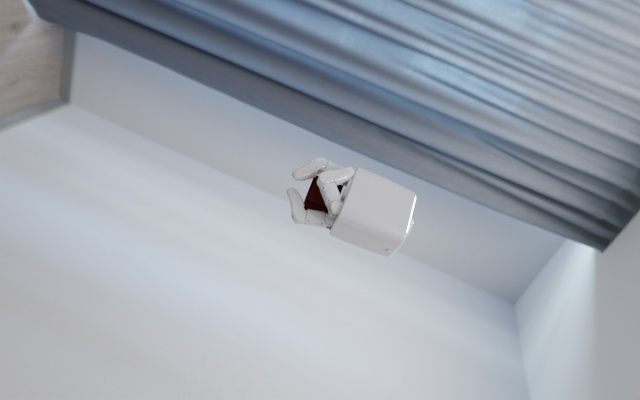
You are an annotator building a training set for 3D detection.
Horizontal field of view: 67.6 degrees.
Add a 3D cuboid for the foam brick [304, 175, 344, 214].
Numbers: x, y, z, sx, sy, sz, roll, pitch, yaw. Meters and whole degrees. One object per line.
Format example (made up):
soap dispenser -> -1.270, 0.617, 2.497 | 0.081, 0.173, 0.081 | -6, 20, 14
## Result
foam brick -> 0.000, 0.003, 0.799 | 0.051, 0.053, 0.078 | 21, -24, -1
